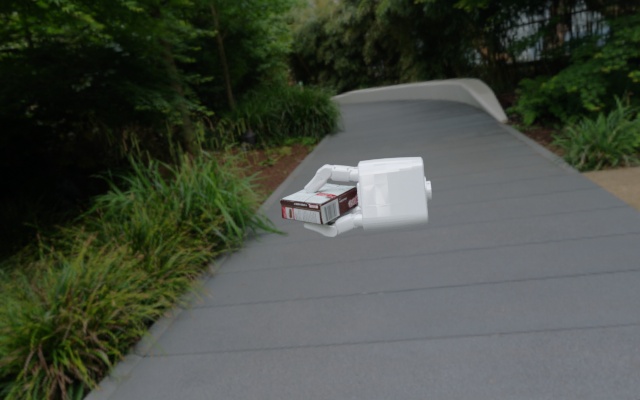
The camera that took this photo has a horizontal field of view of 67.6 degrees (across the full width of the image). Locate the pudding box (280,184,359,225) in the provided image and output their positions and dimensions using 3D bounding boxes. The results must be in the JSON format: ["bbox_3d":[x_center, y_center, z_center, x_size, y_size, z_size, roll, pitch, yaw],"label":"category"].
[{"bbox_3d":[0.000,0.003,0.825,0.090,0.039,0.113,6,19,37],"label":"pudding box"}]
